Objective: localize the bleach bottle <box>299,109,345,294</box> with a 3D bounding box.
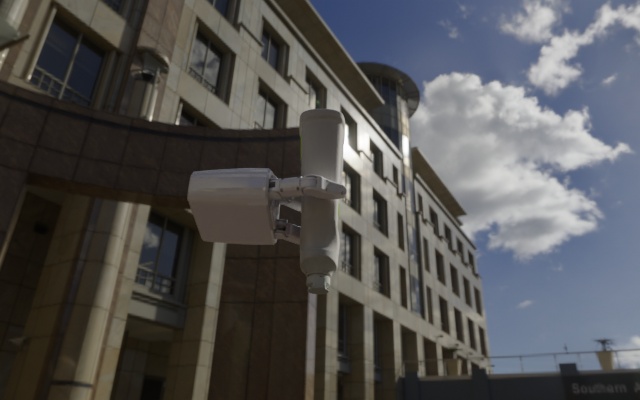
[{"bbox_3d":[0.000,0.002,0.667,0.068,0.250,0.103,0,-27,3],"label":"bleach bottle"}]
